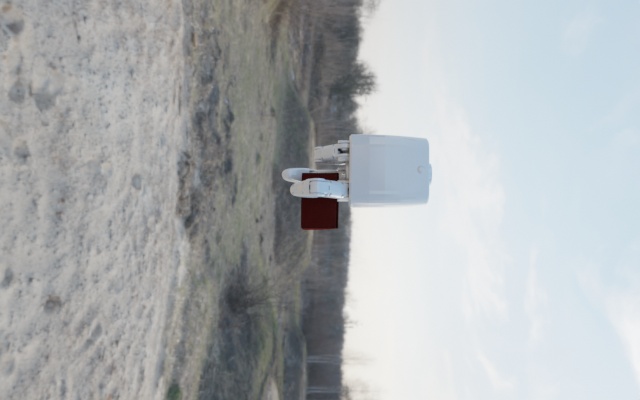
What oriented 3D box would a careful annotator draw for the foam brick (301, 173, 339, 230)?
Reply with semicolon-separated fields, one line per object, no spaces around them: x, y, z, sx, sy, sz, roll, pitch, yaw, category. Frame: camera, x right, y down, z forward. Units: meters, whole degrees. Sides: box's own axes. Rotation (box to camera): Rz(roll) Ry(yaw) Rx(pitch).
0.000;0.002;0.668;0.051;0.078;0.053;1;-4;2;foam brick
